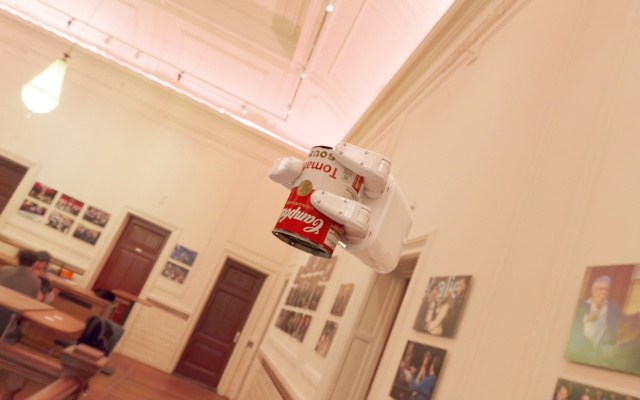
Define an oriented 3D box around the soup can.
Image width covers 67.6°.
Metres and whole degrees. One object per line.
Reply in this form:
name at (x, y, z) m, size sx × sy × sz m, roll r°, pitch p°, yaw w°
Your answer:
soup can at (0.000, 0.001, 0.505) m, size 0.068 × 0.102 × 0.068 m, roll 22°, pitch -15°, yaw 6°
